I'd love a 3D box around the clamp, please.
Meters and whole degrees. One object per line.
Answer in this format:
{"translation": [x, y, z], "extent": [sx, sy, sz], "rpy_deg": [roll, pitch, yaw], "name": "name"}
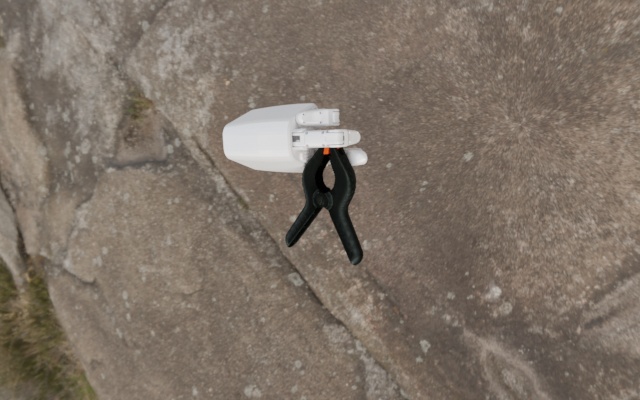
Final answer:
{"translation": [0.000, 0.002, 0.662], "extent": [0.120, 0.171, 0.039], "rpy_deg": [1, 9, 23], "name": "clamp"}
